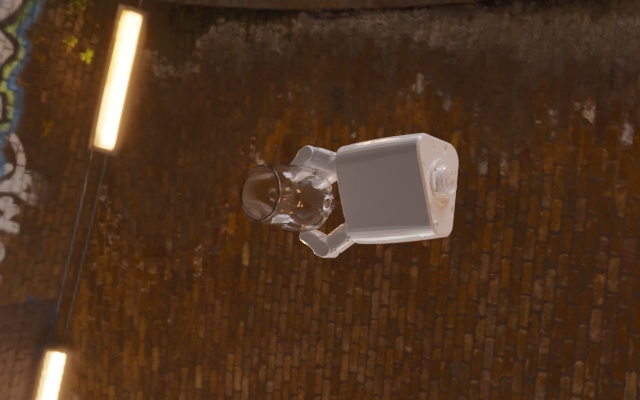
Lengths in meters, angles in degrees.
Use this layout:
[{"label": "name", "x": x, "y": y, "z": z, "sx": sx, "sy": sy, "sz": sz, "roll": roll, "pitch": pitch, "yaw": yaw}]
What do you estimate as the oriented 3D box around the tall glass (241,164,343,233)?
[{"label": "tall glass", "x": 0.000, "y": 0.002, "z": 0.581, "sx": 0.079, "sy": 0.079, "sz": 0.201, "roll": 0, "pitch": -6, "yaw": 41}]
